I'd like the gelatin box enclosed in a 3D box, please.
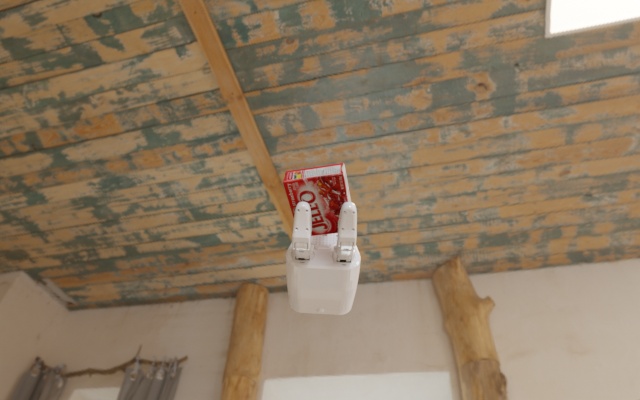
[{"bbox_3d":[0.000,0.001,0.589,0.073,0.089,0.030,-7,34,9],"label":"gelatin box"}]
